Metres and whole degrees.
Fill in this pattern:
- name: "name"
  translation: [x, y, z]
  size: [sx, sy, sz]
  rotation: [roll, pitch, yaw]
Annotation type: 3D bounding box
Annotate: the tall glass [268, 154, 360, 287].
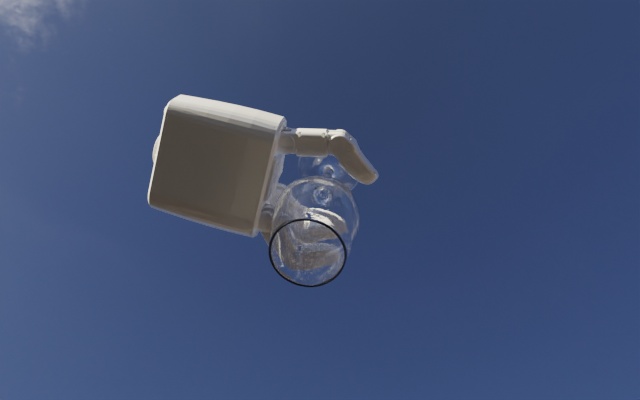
- name: "tall glass"
  translation: [0.000, 0.001, 0.460]
  size: [0.079, 0.079, 0.201]
  rotation: [0, 24, 6]
